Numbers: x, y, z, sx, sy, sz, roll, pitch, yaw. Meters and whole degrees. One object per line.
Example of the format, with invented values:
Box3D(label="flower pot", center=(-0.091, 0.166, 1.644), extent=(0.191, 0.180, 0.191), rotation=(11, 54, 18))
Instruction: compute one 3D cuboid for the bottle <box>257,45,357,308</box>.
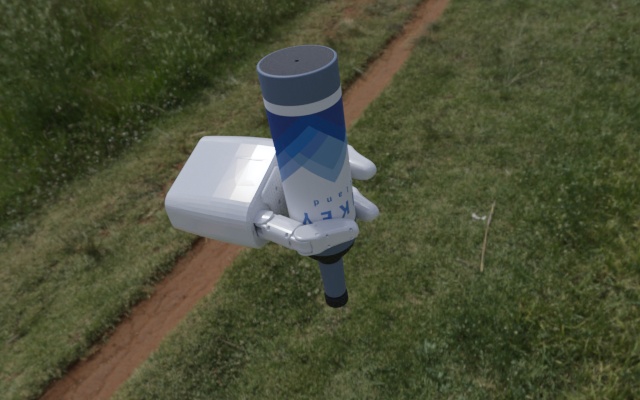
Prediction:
Box3D(label="bottle", center=(0.000, 0.001, 0.476), extent=(0.069, 0.296, 0.069), rotation=(-6, 37, 5))
